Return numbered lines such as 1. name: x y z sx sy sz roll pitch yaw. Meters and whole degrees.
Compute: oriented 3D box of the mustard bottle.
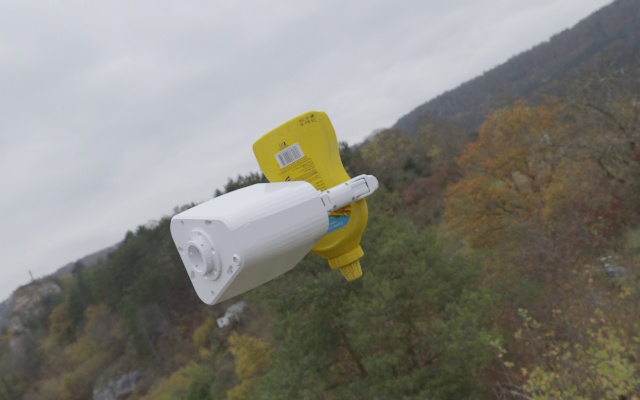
1. mustard bottle: 0.000 0.001 0.546 0.096 0.191 0.058 -25 -1 24
